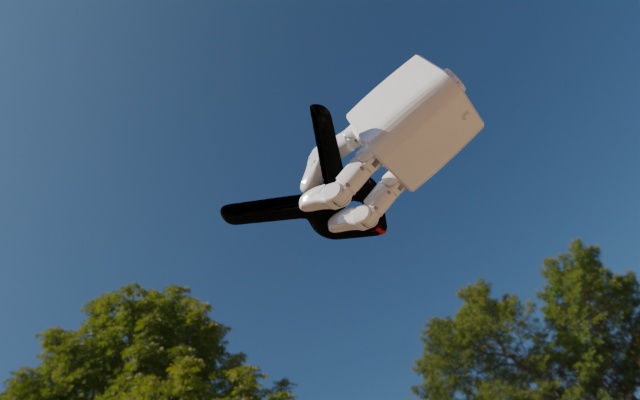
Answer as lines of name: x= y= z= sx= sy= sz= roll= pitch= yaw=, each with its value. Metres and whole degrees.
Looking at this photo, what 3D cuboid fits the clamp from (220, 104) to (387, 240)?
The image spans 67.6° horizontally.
clamp: x=0.000 y=0.001 z=0.559 sx=0.164 sy=0.036 sz=0.210 roll=-40 pitch=-46 yaw=13
